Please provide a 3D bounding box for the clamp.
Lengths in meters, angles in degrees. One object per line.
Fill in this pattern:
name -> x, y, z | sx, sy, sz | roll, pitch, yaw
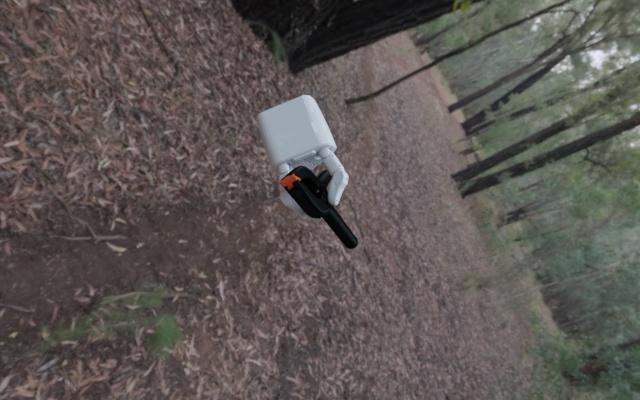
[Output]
clamp -> 0.001, 0.002, 0.818 | 0.036, 0.164, 0.210 | -29, -18, 18
